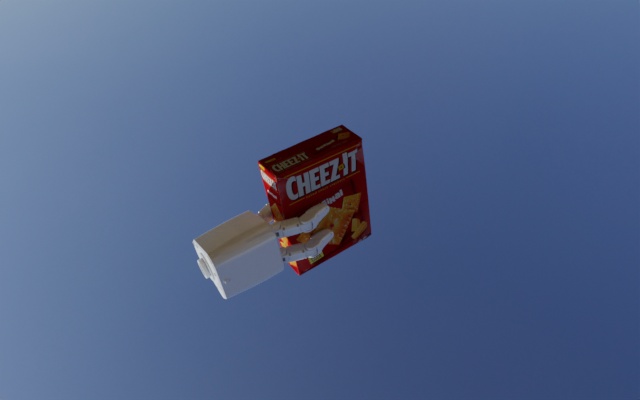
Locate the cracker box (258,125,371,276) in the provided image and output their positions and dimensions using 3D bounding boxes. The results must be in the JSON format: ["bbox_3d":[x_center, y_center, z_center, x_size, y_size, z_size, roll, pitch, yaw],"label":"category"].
[{"bbox_3d":[0.000,0.003,0.817,0.164,0.214,0.072,-27,40,-21],"label":"cracker box"}]
